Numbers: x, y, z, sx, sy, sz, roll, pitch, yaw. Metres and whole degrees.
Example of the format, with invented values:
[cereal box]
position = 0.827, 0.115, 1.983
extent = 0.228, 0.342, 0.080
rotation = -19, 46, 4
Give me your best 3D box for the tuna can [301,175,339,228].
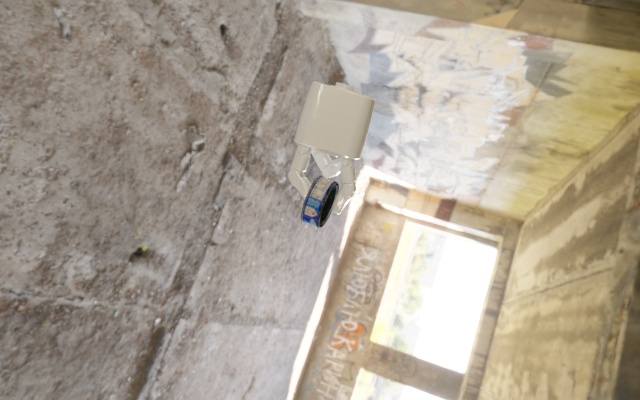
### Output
[tuna can]
position = 0.001, 0.003, 0.814
extent = 0.034, 0.086, 0.086
rotation = 22, 5, 13
